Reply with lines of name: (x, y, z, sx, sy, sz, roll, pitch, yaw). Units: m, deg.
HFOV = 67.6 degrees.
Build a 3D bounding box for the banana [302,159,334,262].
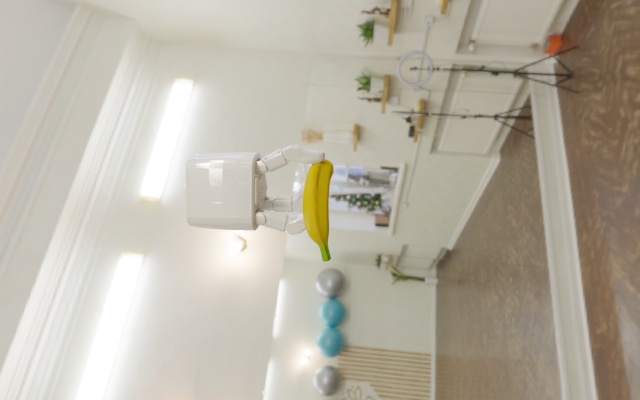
banana: (-0.002, -0.009, 0.682, 0.037, 0.070, 0.197, -3, 44, 7)
